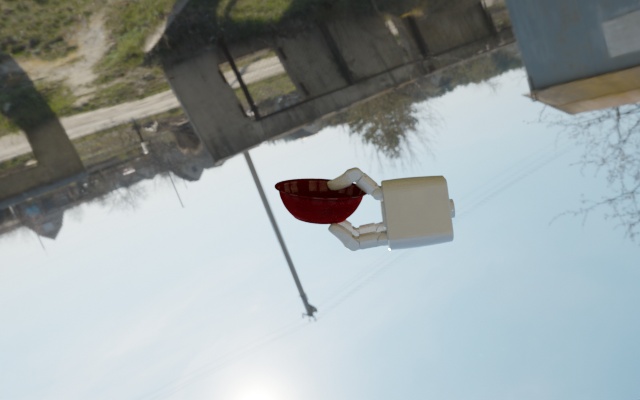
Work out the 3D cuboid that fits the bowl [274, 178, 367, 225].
[{"bbox_3d":[-0.001,0.003,0.821,0.162,0.055,0.162,4,13,-1],"label":"bowl"}]
